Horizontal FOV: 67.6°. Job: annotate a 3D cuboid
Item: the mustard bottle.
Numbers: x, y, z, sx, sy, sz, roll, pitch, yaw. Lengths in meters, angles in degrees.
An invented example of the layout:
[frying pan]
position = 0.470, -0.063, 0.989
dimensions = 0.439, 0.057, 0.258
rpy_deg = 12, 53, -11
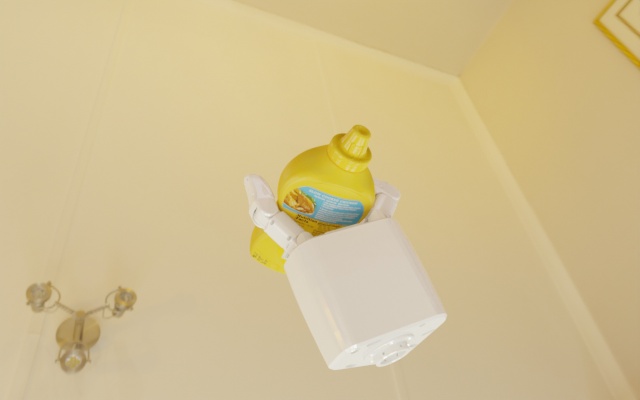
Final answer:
[mustard bottle]
position = 0.000, 0.001, 0.482
dimensions = 0.096, 0.058, 0.192
rpy_deg = 17, -47, -16
